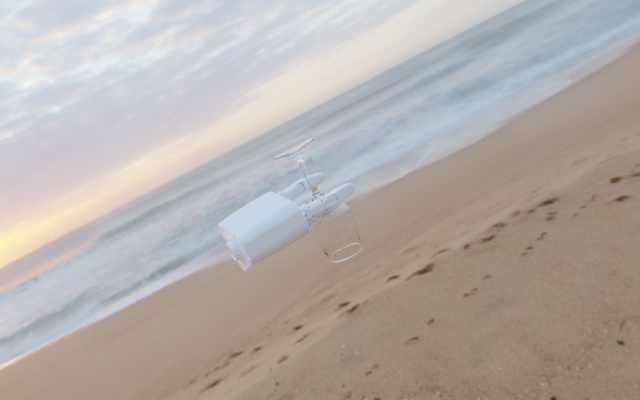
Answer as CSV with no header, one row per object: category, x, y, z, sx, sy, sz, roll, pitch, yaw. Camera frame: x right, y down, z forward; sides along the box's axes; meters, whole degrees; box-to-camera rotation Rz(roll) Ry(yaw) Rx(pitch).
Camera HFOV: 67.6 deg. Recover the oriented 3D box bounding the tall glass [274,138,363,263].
tall glass,0.000,0.002,0.795,0.079,0.201,0.079,-26,11,5
